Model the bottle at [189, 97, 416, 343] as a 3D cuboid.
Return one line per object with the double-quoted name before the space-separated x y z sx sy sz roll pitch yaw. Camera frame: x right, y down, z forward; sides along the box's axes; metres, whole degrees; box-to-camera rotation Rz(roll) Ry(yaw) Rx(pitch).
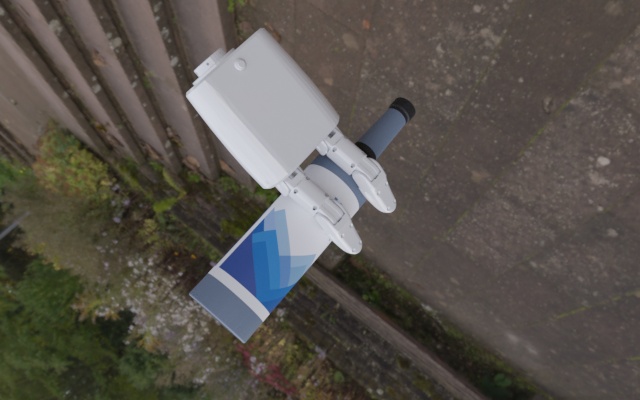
"bottle" 0.000 0.002 0.472 0.069 0.295 0.069 36 -20 15
